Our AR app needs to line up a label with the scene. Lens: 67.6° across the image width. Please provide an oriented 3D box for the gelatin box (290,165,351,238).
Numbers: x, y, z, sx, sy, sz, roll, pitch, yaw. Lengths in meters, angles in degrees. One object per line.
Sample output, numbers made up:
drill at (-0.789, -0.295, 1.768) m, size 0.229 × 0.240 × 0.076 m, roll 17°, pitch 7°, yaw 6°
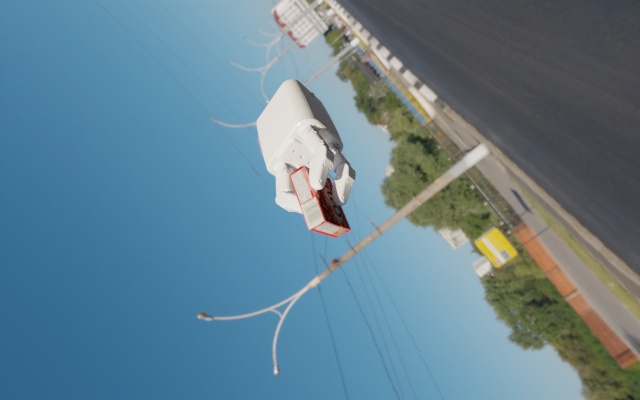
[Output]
gelatin box at (0.000, 0.003, 0.653) m, size 0.030 × 0.089 × 0.073 m, roll -31°, pitch -26°, yaw 21°
